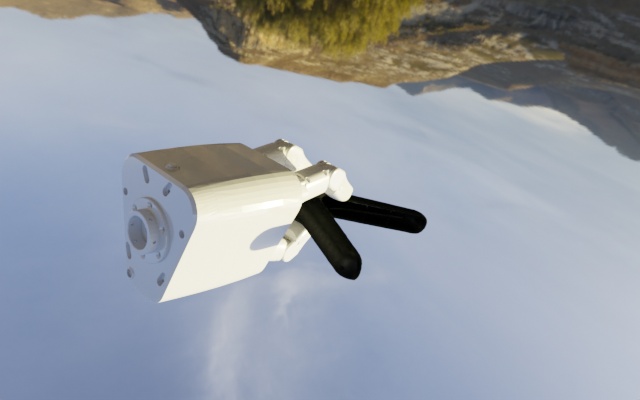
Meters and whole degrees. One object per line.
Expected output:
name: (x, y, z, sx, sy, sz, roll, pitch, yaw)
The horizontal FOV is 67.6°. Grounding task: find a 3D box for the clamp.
clamp: (-0.001, 0.002, 0.495, 0.210, 0.036, 0.164, 30, 26, 31)
